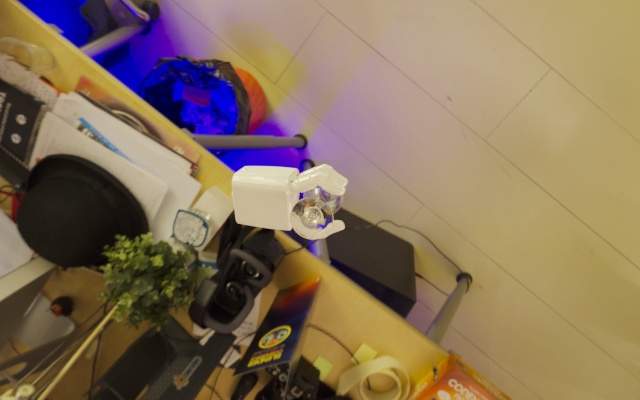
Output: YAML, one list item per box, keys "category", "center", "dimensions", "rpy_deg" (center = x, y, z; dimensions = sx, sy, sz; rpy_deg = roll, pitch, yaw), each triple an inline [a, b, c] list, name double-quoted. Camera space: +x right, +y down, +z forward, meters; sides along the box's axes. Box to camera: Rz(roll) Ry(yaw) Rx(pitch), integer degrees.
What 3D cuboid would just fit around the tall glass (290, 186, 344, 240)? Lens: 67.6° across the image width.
- category: "tall glass"
  center: [0.000, 0.003, 0.892]
  dimensions: [0.079, 0.079, 0.201]
  rpy_deg: [0, 16, 10]
